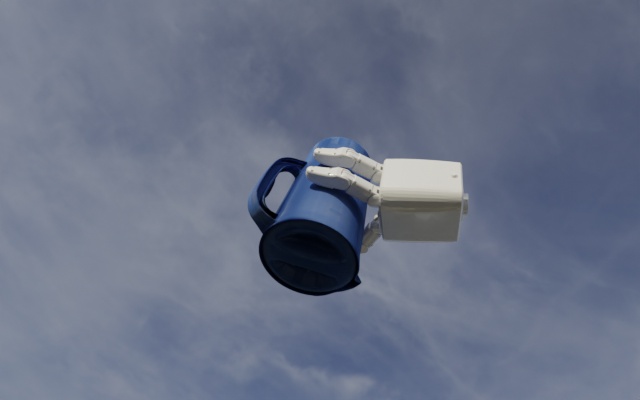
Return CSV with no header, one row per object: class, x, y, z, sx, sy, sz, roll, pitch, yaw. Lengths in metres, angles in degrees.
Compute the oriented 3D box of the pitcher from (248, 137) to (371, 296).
pitcher,0.000,0.002,0.695,0.145,0.149,0.242,1,37,14
